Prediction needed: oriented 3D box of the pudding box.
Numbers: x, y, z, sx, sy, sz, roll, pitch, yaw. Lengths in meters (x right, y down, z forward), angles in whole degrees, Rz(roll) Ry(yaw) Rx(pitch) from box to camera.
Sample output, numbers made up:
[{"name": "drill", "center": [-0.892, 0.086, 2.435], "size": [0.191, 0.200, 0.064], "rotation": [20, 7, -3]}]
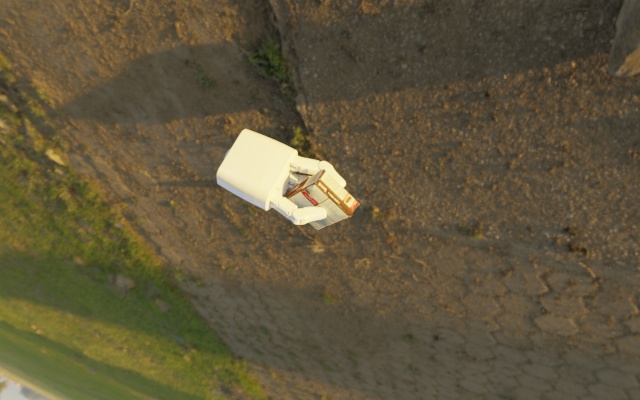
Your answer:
[{"name": "pudding box", "center": [0.000, 0.003, 0.848], "size": [0.090, 0.039, 0.113], "rotation": [43, -33, -14]}]
